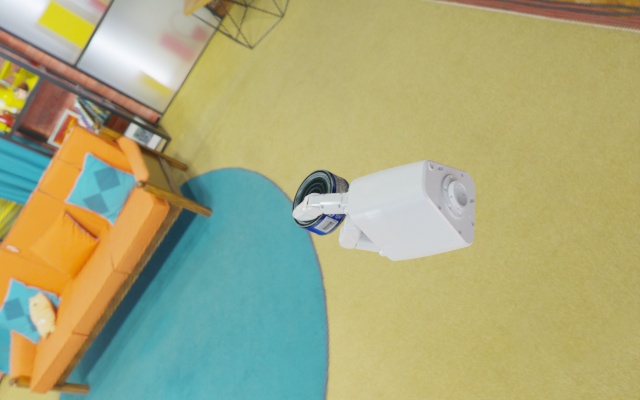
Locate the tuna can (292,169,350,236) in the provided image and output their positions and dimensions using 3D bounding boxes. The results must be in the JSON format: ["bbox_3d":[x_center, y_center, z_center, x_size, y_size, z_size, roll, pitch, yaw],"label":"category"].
[{"bbox_3d":[0.000,0.002,0.644,0.034,0.086,0.086,25,-15,-35],"label":"tuna can"}]
